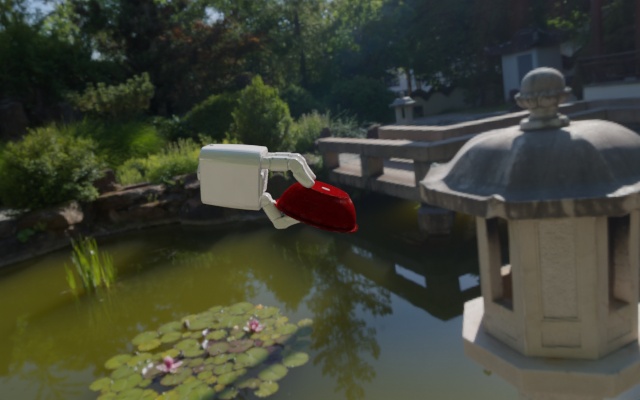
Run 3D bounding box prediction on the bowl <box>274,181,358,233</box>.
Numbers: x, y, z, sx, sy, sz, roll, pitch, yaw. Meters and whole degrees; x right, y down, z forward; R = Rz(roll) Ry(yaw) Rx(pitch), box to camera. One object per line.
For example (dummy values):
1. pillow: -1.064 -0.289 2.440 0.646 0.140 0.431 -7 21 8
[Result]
1. bowl: 0.002 0.003 0.870 0.162 0.055 0.162 18 12 -4
